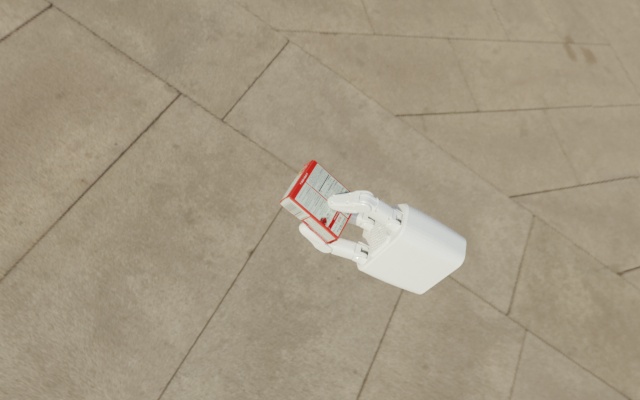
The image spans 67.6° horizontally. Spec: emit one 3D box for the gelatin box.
[{"bbox_3d":[0.000,0.002,0.631,0.089,0.073,0.030,41,-36,-15],"label":"gelatin box"}]
